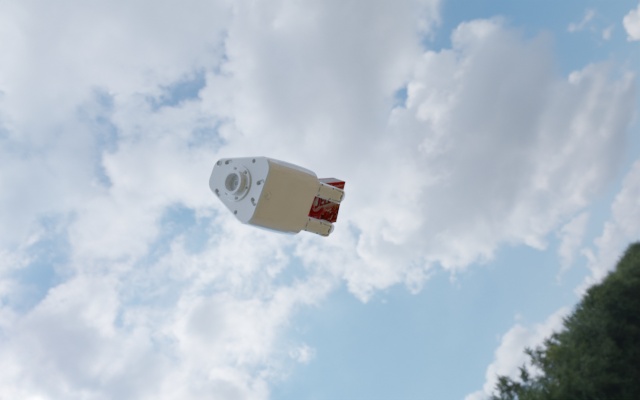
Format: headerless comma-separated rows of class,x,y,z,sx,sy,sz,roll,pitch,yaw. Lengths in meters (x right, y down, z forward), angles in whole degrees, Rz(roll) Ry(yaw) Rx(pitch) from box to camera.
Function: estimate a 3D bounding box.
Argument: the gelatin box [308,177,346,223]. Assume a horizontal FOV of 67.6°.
gelatin box,0.000,0.002,0.768,0.030,0.073,0.089,21,16,32
